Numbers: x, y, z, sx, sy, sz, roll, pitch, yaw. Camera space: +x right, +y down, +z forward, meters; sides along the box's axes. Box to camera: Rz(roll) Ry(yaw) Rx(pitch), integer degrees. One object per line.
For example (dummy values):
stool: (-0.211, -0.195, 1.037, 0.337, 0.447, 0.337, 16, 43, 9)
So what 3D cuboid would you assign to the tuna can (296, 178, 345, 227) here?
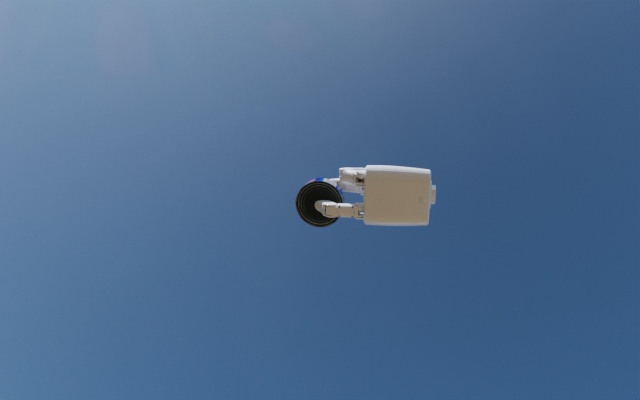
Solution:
tuna can: (0.000, 0.003, 0.861, 0.086, 0.086, 0.033, 0, 15, 9)
